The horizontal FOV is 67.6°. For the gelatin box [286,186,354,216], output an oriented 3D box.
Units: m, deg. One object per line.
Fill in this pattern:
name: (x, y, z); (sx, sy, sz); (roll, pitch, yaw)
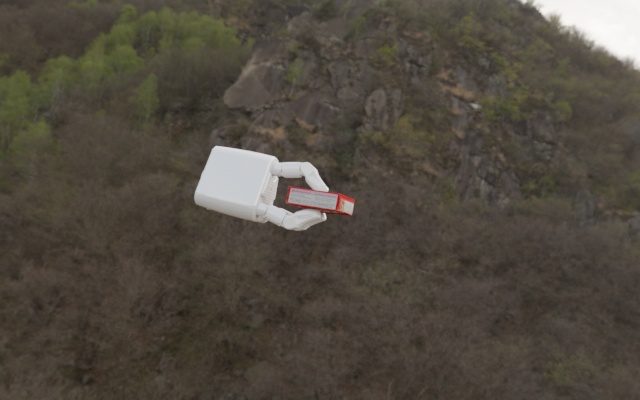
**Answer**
gelatin box: (0.001, 0.002, 0.758); (0.089, 0.030, 0.073); (8, -5, 23)
